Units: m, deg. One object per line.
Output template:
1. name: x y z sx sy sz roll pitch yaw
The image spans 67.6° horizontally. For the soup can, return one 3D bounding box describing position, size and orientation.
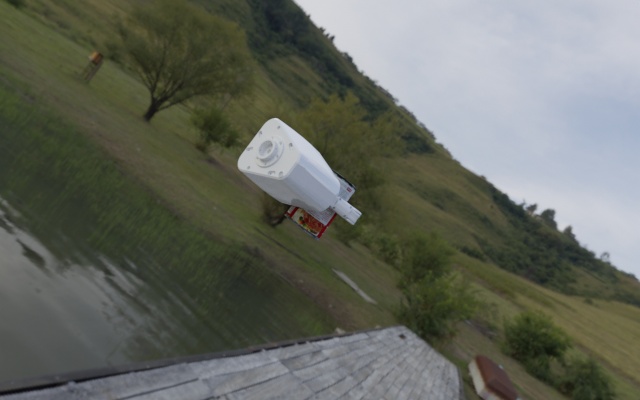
1. soup can: 0.001 0.002 0.758 0.068 0.102 0.068 37 -1 1
